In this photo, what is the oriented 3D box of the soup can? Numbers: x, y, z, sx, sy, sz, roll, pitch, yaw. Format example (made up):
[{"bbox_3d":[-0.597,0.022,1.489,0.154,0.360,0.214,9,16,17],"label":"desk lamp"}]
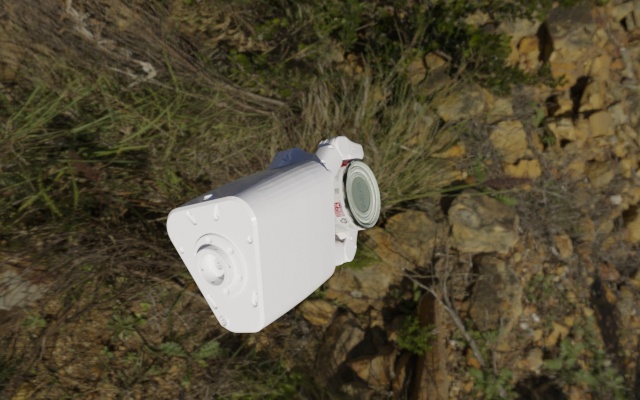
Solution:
[{"bbox_3d":[0.001,0.002,0.481,0.102,0.068,0.068,-11,-6,34],"label":"soup can"}]
